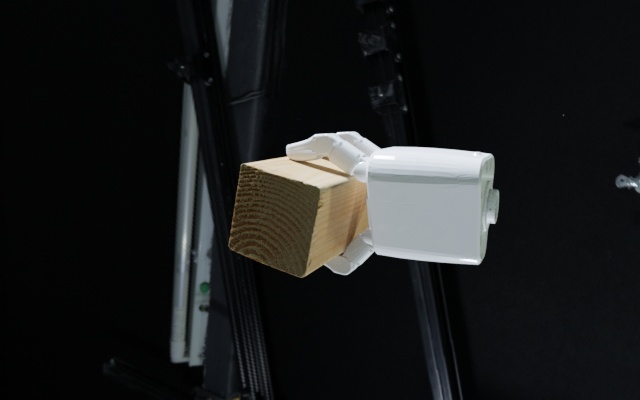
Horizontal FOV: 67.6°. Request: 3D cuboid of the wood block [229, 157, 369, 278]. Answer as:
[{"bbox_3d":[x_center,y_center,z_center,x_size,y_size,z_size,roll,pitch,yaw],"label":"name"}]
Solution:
[{"bbox_3d":[0.000,0.002,0.533,0.090,0.091,0.206,18,17,23],"label":"wood block"}]
